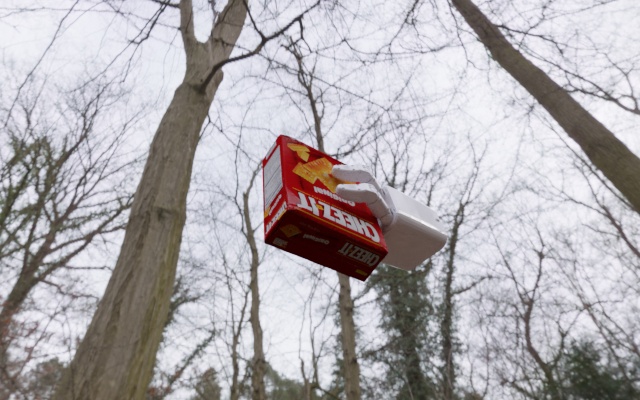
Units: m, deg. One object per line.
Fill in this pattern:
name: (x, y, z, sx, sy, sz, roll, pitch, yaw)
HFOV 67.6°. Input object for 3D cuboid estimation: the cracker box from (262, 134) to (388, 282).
cracker box: (0.000, 0.002, 0.718, 0.164, 0.072, 0.213, 24, 28, -22)
